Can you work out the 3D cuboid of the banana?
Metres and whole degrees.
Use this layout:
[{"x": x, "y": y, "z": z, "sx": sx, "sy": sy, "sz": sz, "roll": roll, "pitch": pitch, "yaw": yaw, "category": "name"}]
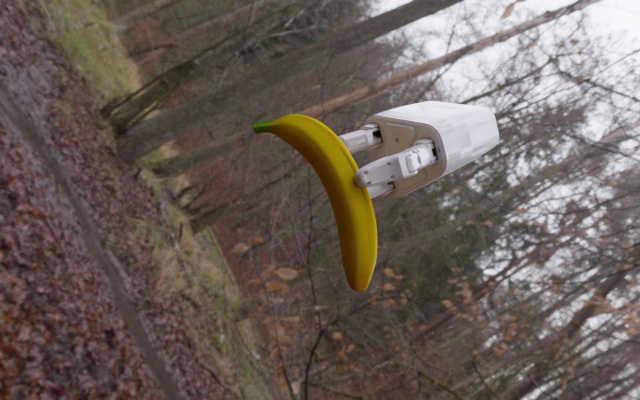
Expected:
[{"x": 0.011, "y": -0.011, "z": 0.461, "sx": 0.070, "sy": 0.197, "sz": 0.037, "roll": -37, "pitch": -11, "yaw": 31, "category": "banana"}]
